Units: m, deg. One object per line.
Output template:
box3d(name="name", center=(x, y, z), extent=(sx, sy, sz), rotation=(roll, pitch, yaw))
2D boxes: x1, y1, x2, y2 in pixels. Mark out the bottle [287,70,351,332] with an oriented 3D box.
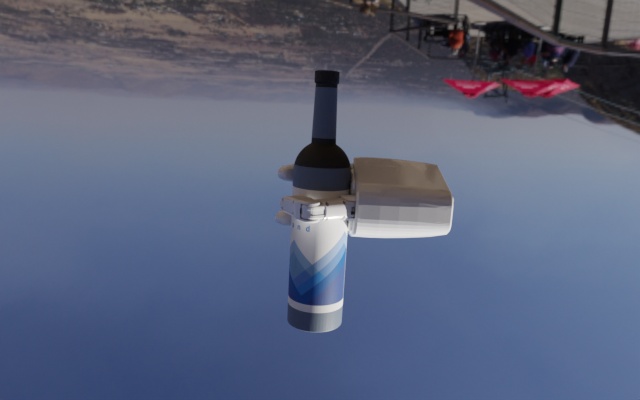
box3d(name="bottle", center=(0.000, 0.002, 0.554), extent=(0.069, 0.296, 0.069), rotation=(3, 11, -1))
